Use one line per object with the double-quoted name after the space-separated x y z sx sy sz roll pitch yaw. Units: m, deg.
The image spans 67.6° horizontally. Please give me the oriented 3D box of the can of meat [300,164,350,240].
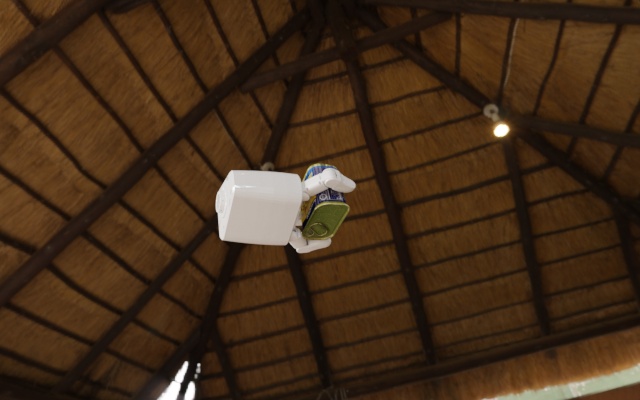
0.000 0.002 0.776 0.057 0.084 0.102 3 -37 -21 "can of meat"
